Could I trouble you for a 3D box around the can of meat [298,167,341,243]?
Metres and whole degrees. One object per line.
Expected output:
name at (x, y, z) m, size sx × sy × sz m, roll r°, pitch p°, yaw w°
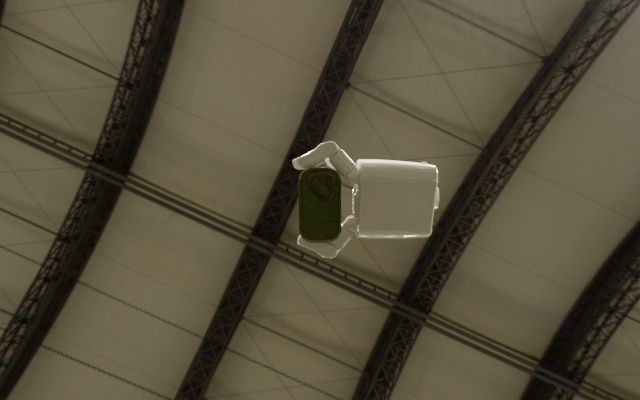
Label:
can of meat at (0.000, 0.002, 0.679) m, size 0.057 × 0.102 × 0.084 m, roll 0°, pitch 6°, yaw 1°
